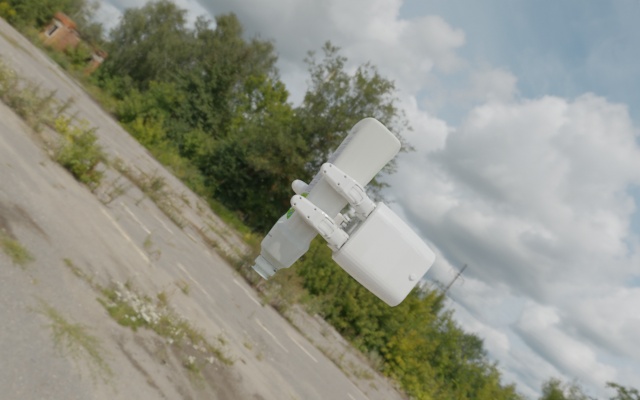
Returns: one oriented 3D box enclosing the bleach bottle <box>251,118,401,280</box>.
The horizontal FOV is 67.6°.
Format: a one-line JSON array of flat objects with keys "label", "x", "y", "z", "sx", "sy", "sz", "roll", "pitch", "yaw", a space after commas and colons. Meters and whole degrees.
[{"label": "bleach bottle", "x": 0.000, "y": 0.002, "z": 0.650, "sx": 0.068, "sy": 0.251, "sz": 0.102, "roll": 42, "pitch": -7, "yaw": -5}]
